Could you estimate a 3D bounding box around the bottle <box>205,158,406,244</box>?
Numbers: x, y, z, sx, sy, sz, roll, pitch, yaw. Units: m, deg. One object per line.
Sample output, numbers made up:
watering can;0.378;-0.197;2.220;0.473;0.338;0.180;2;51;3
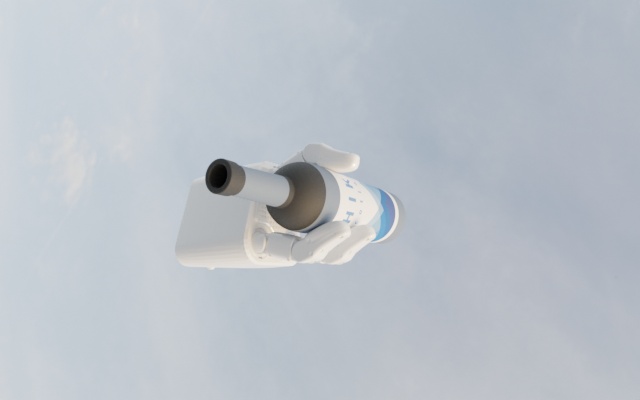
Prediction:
bottle;0.000;0.002;0.480;0.069;0.069;0.296;0;-8;32
